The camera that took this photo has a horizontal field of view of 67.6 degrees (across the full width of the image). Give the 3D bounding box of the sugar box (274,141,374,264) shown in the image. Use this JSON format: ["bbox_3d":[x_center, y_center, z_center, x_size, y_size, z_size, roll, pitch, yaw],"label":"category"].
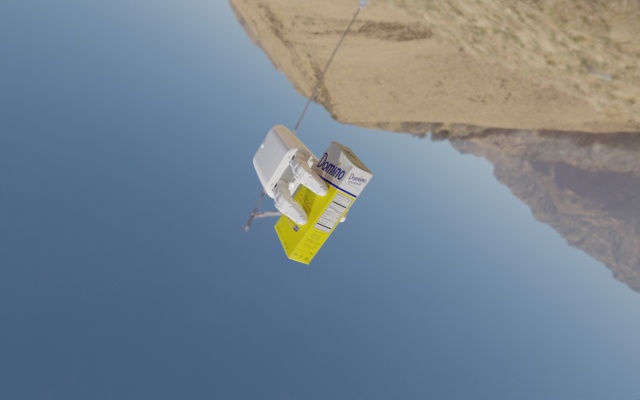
[{"bbox_3d":[0.000,0.002,0.738,0.048,0.176,0.093,22,19,-32],"label":"sugar box"}]
